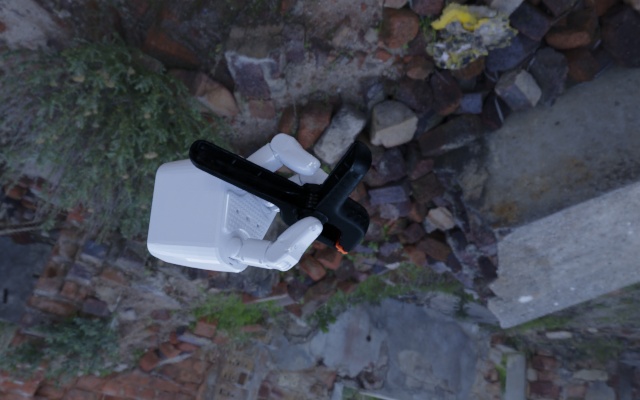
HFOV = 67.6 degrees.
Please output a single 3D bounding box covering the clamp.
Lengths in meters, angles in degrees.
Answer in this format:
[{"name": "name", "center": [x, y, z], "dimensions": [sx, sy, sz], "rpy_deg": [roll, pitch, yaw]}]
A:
[{"name": "clamp", "center": [0.000, 0.002, 0.454], "dimensions": [0.164, 0.036, 0.210], "rpy_deg": [1, -26, 31]}]
